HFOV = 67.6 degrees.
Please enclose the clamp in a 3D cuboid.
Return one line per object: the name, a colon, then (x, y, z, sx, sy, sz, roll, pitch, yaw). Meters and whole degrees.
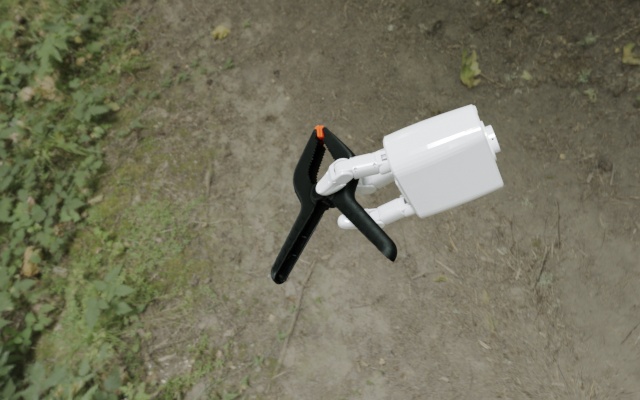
clamp: (0.000, 0.001, 0.607, 0.164, 0.209, 0.036, -21, -30, 20)
